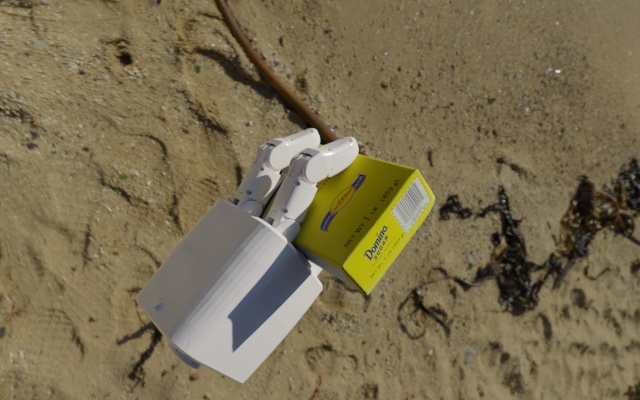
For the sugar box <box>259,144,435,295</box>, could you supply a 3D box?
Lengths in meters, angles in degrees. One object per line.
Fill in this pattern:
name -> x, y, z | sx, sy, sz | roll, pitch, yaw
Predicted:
sugar box -> 0.000, 0.001, 0.406 | 0.176, 0.093, 0.048 | 23, -22, 48
